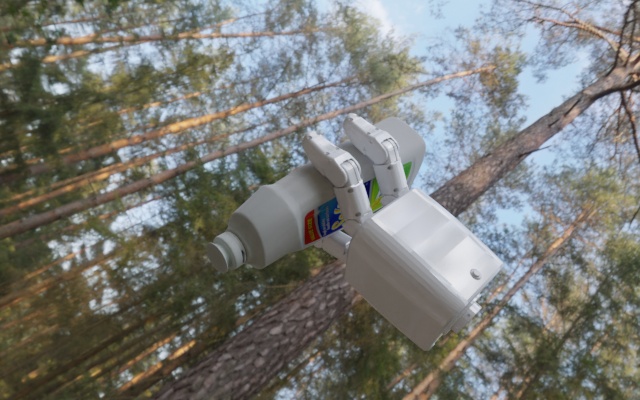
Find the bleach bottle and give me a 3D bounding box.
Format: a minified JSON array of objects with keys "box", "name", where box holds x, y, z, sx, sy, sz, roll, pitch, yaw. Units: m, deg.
[{"box":[0.000,0.001,0.467,0.250,0.103,0.068,-31,63,-37],"name":"bleach bottle"}]
